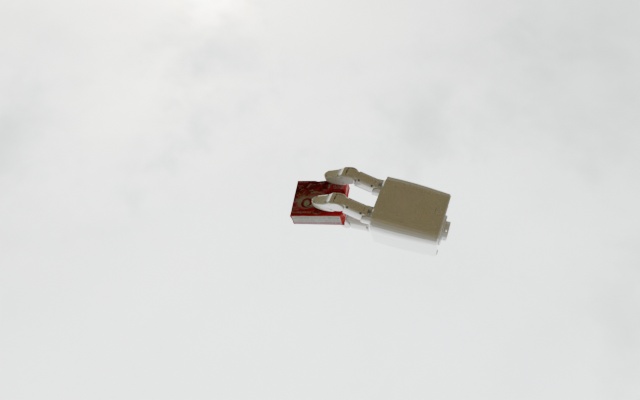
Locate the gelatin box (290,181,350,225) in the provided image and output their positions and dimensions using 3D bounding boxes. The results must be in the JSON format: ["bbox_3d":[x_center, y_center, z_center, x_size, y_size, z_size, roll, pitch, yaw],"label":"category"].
[{"bbox_3d":[0.000,0.003,0.789,0.089,0.073,0.030,0,-36,15],"label":"gelatin box"}]
